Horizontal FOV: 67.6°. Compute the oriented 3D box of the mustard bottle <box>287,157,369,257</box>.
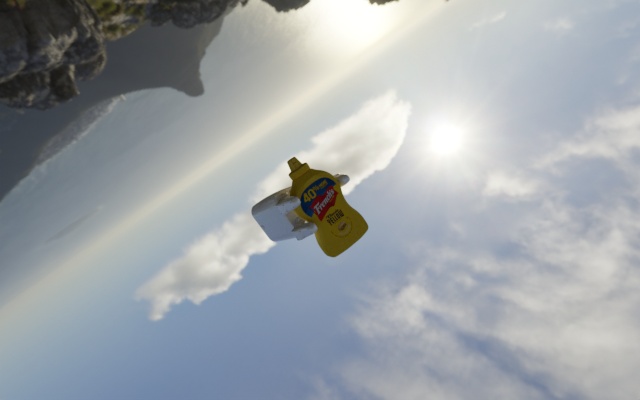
[{"bbox_3d":[0.000,0.003,0.872,0.096,0.192,0.058,-38,12,-14],"label":"mustard bottle"}]
